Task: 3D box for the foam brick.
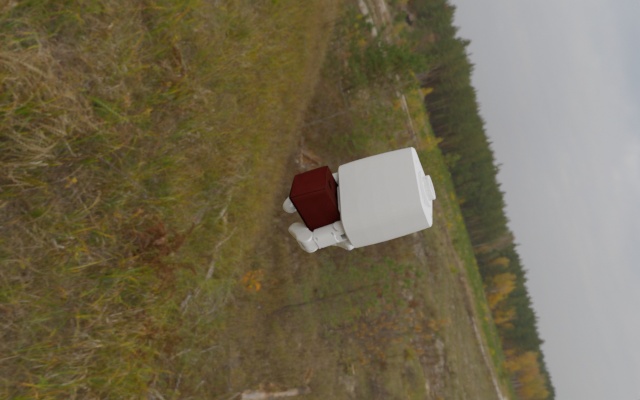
[{"bbox_3d":[0.000,0.002,0.641,0.051,0.078,0.053,-16,36,19],"label":"foam brick"}]
